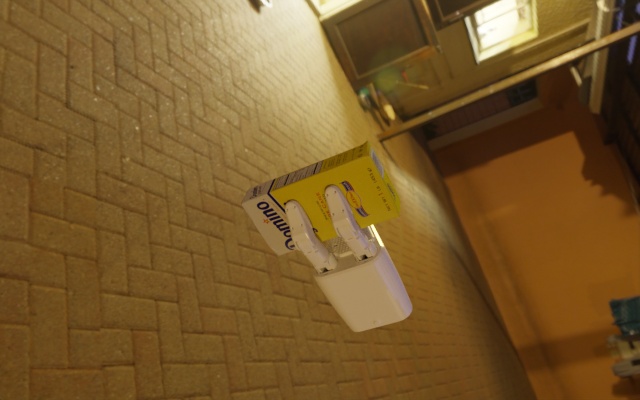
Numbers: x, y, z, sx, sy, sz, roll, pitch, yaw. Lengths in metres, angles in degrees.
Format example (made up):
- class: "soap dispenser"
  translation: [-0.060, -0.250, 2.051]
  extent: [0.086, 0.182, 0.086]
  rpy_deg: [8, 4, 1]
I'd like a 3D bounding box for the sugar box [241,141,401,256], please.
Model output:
- class: "sugar box"
  translation: [0.000, 0.002, 0.592]
  extent: [0.176, 0.093, 0.048]
  rpy_deg: [-22, 26, 19]
